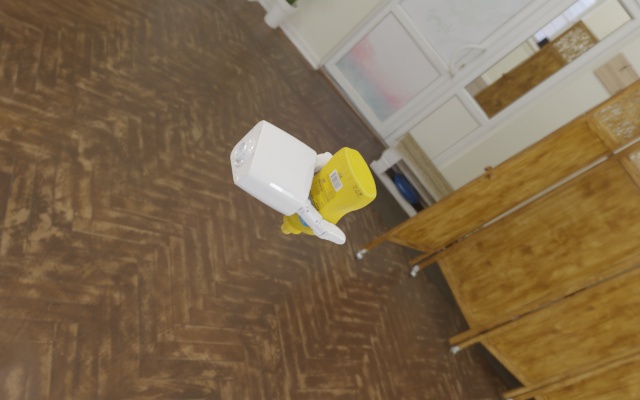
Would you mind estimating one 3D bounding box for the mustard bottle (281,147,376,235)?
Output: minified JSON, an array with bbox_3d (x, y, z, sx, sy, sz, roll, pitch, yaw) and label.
[{"bbox_3d":[0.001,0.003,0.795,0.192,0.096,0.058,-37,-29,32],"label":"mustard bottle"}]
